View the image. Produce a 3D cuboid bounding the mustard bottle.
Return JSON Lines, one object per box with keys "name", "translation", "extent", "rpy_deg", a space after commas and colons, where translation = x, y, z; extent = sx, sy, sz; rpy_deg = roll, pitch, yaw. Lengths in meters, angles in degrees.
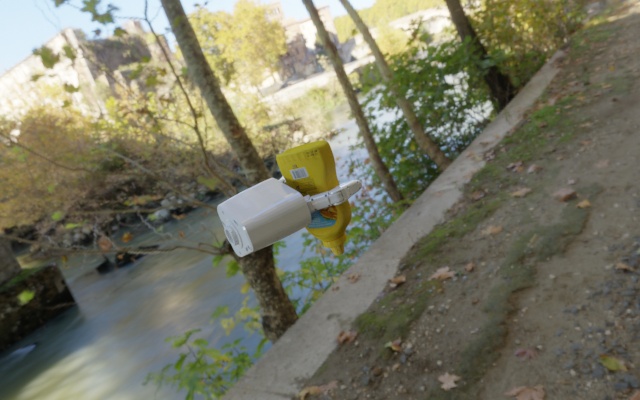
{"name": "mustard bottle", "translation": [0.000, 0.002, 0.781], "extent": [0.096, 0.192, 0.058], "rpy_deg": [-9, 18, 38]}
